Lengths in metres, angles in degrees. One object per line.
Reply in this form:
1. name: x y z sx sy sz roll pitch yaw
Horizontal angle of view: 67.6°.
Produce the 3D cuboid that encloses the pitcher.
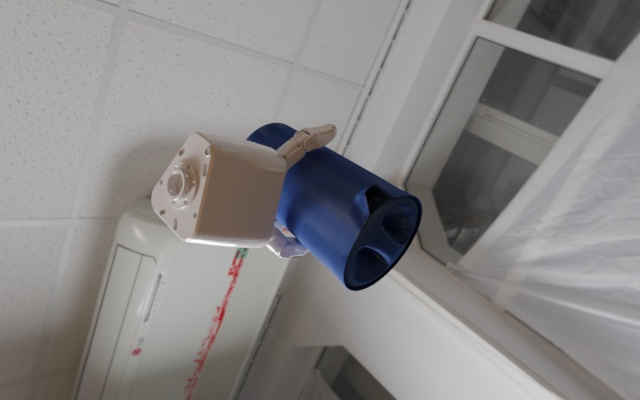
1. pitcher: 0.000 0.002 0.626 0.242 0.149 0.145 37 19 34
